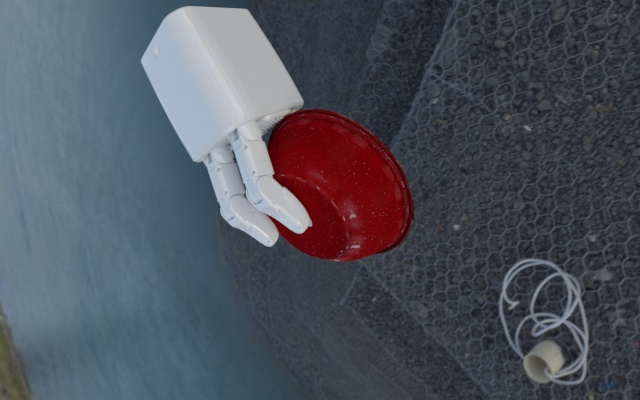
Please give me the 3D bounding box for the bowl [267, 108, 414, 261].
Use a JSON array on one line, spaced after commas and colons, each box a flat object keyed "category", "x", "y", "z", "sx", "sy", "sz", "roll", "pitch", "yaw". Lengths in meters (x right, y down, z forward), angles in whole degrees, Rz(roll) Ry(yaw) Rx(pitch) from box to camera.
[{"category": "bowl", "x": 0.001, "y": 0.003, "z": 0.434, "sx": 0.162, "sy": 0.162, "sz": 0.055, "roll": 0, "pitch": 34, "yaw": 42}]
